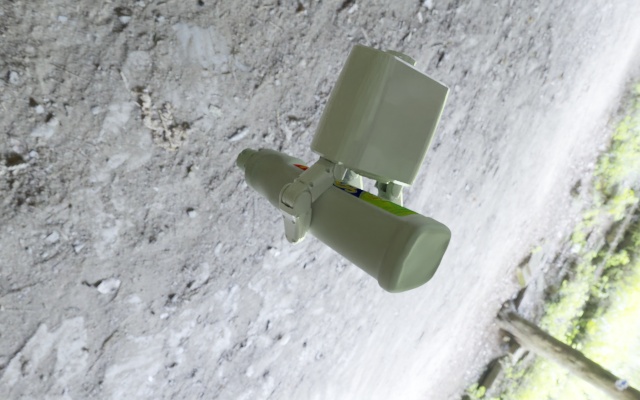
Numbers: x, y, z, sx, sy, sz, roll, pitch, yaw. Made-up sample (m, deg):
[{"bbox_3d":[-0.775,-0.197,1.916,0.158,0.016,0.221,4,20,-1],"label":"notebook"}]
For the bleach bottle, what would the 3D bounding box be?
[{"bbox_3d":[0.000,0.002,0.486,0.250,0.068,0.102,29,13,32],"label":"bleach bottle"}]
